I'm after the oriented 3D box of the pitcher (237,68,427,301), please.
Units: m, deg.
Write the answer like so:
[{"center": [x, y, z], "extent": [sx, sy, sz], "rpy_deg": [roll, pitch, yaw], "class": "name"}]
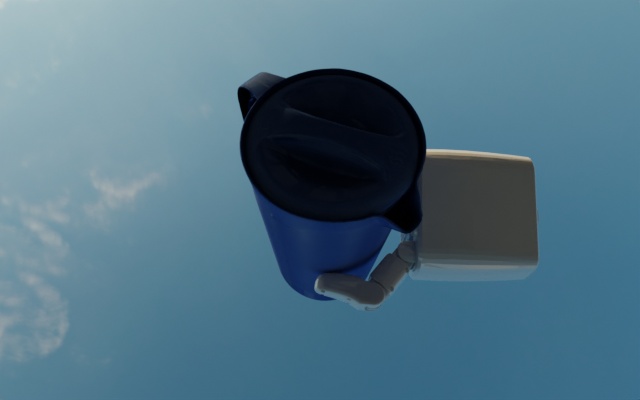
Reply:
[{"center": [0.000, 0.002, 0.443], "extent": [0.145, 0.149, 0.243], "rpy_deg": [1, -28, -1], "class": "pitcher"}]
